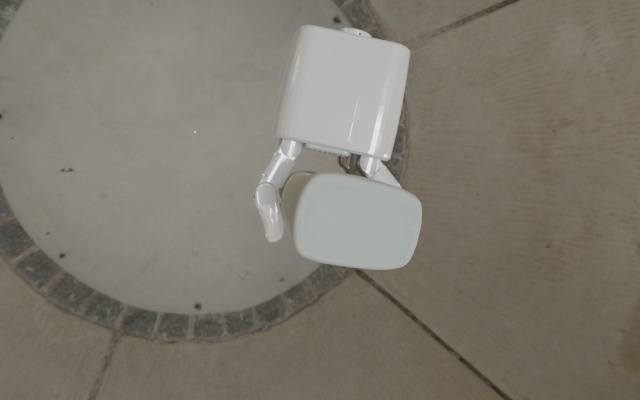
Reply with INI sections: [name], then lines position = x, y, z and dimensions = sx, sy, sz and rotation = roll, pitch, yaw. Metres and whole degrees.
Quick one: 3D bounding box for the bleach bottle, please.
[bleach bottle]
position = 0.000, 0.002, 0.466
dimensions = 0.102, 0.068, 0.251
rotation = 11, 5, -16
